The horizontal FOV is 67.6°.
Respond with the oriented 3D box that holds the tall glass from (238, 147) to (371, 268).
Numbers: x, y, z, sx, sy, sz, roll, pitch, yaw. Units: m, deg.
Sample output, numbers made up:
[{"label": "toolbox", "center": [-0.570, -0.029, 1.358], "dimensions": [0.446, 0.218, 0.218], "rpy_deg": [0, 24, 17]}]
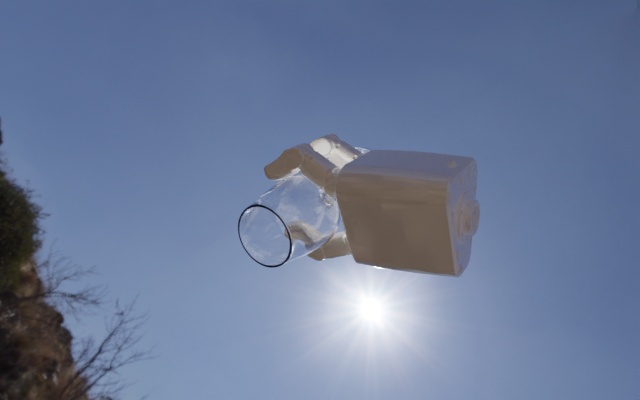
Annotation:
[{"label": "tall glass", "center": [0.000, 0.002, 0.512], "dimensions": [0.079, 0.079, 0.201], "rpy_deg": [0, 19, 34]}]
